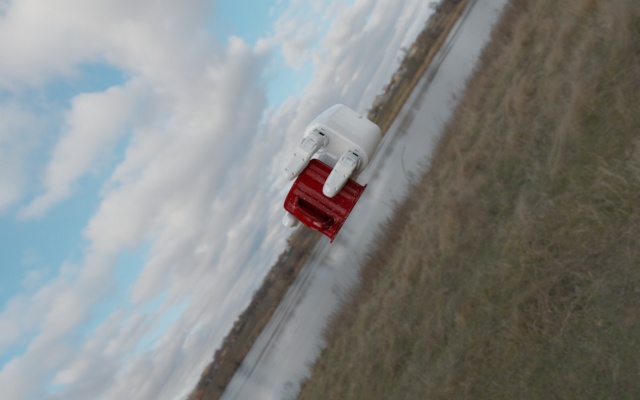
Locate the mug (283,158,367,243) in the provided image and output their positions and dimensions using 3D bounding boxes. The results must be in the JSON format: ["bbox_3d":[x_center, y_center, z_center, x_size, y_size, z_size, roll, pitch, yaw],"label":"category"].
[{"bbox_3d":[-0.001,0.003,0.626,0.081,0.093,0.117,32,33,3],"label":"mug"}]
